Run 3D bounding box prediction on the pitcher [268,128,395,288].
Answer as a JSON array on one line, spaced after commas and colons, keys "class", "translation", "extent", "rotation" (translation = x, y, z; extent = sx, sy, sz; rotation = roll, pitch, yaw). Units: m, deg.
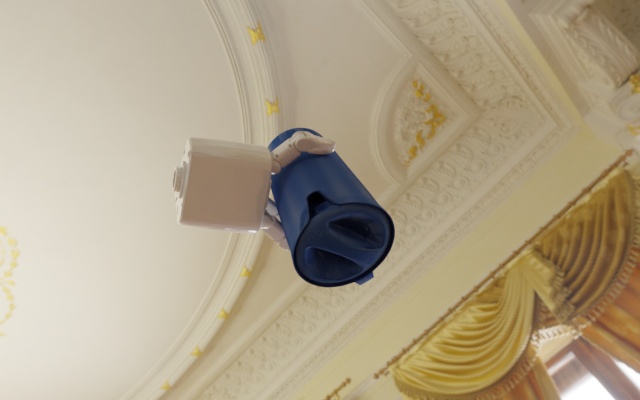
[{"class": "pitcher", "translation": [0.000, 0.002, 0.678], "extent": [0.145, 0.149, 0.242], "rotation": [6, 31, -24]}]
